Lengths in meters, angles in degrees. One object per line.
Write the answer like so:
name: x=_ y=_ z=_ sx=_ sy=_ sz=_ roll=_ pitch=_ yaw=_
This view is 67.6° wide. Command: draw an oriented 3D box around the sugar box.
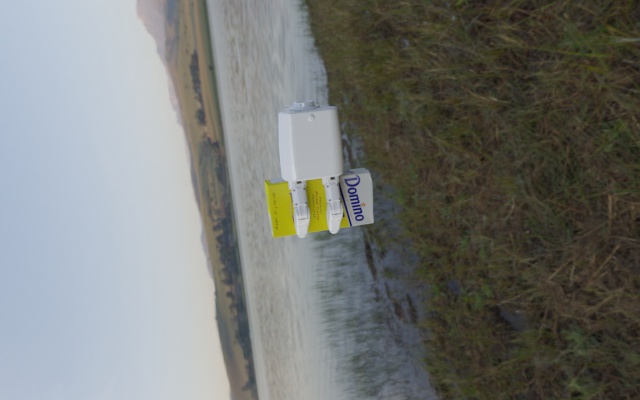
sugar box: x=0.000 y=0.003 z=0.800 sx=0.176 sy=0.093 sz=0.048 roll=-8 pitch=16 yaw=-10
